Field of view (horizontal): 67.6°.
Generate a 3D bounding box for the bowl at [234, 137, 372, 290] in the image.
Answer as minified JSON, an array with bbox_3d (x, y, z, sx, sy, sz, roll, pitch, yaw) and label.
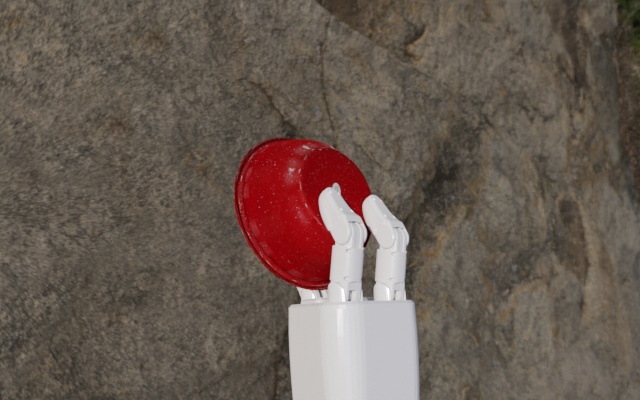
[{"bbox_3d":[0.000,0.000,0.461,0.162,0.162,0.055,0,-21,-42],"label":"bowl"}]
